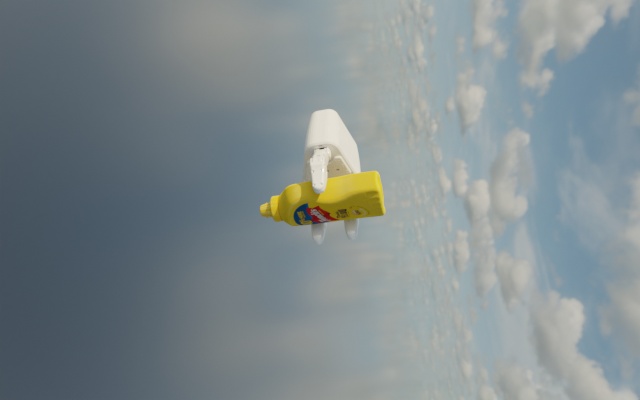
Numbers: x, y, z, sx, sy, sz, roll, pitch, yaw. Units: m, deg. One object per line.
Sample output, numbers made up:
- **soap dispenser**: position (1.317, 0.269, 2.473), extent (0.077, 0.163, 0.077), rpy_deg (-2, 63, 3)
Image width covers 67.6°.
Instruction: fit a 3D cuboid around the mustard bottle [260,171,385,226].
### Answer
- **mustard bottle**: position (0.000, 0.003, 0.737), extent (0.191, 0.058, 0.096), rpy_deg (-8, -24, 10)
